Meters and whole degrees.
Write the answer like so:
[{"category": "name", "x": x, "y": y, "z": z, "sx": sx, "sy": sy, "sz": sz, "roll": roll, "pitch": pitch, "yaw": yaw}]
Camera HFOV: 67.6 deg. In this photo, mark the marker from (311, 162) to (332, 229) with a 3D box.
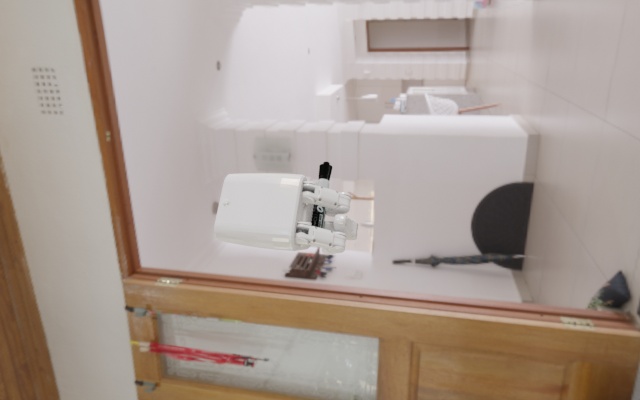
[{"category": "marker", "x": 0.000, "y": 0.002, "z": 0.656, "sx": 0.020, "sy": 0.121, "sz": 0.020, "roll": 7, "pitch": -20, "yaw": 3}]
